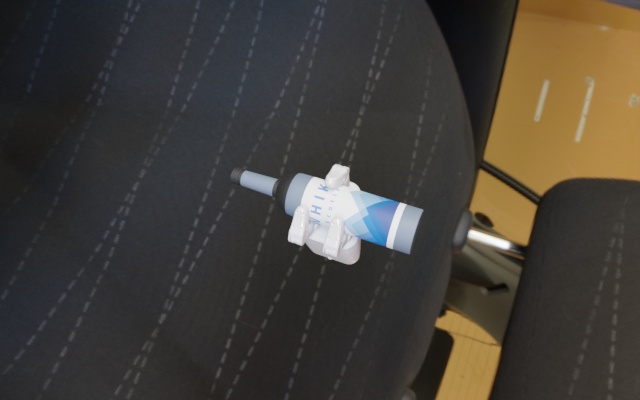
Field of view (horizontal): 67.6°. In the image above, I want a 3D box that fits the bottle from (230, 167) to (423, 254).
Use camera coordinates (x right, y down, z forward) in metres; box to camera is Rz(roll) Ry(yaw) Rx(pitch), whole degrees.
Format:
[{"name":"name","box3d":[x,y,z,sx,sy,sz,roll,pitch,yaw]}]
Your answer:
[{"name":"bottle","box3d":[0.000,0.002,0.712,0.295,0.069,0.069,17,5,15]}]
